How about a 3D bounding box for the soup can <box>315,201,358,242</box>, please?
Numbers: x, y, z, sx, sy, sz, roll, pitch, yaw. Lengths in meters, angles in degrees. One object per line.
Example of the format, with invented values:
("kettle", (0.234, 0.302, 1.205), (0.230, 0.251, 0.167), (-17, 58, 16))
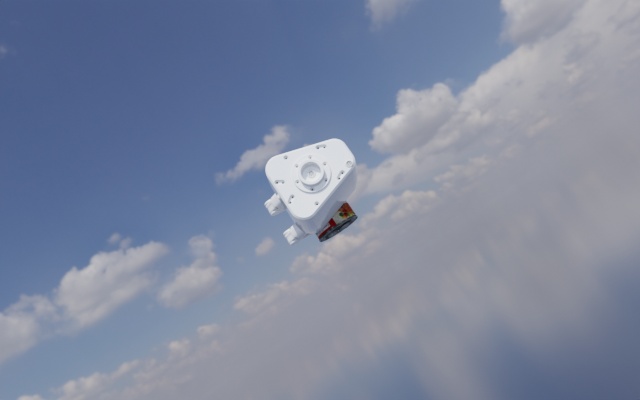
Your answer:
("soup can", (0.000, 0.002, 0.723), (0.068, 0.102, 0.068), (-33, -11, -7))
